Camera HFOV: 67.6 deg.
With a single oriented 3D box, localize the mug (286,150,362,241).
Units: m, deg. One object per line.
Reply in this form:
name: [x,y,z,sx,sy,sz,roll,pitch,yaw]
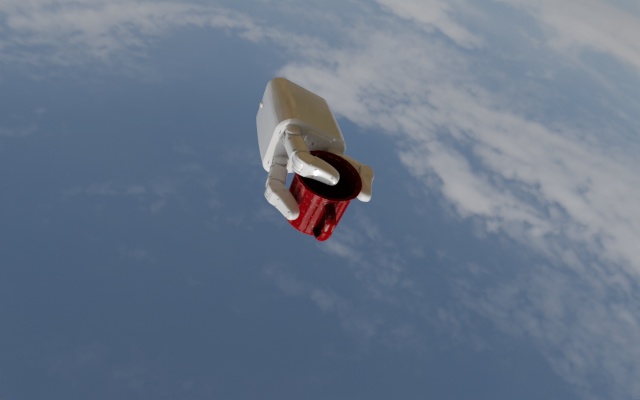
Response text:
mug: [0.000,0.003,0.634,0.093,0.117,0.081,6,-44,-21]
